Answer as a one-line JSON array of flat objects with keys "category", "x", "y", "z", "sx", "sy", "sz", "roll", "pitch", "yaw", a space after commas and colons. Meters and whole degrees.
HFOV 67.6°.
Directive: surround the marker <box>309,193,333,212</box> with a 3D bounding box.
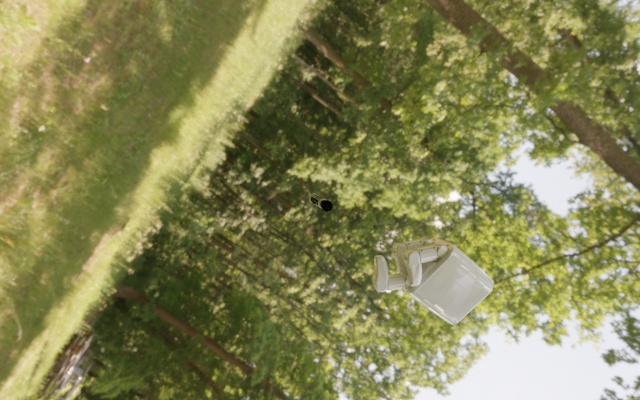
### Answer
[{"category": "marker", "x": 0.000, "y": 0.003, "z": 0.847, "sx": 0.020, "sy": 0.020, "sz": 0.121, "roll": 0, "pitch": 7, "yaw": -12}]
